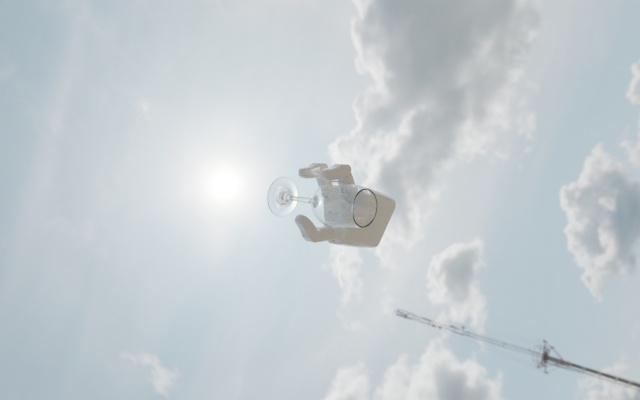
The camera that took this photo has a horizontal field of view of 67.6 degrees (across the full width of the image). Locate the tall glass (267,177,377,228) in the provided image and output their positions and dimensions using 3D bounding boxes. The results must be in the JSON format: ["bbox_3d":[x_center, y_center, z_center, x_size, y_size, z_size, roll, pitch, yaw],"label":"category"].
[{"bbox_3d":[0.000,0.003,0.815,0.079,0.079,0.201,0,5,-44],"label":"tall glass"}]
